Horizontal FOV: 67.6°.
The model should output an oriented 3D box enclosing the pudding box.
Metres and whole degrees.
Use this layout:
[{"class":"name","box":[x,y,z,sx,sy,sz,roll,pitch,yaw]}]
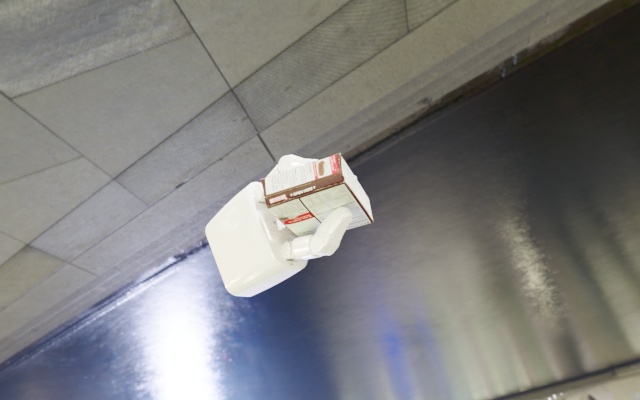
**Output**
[{"class":"pudding box","box":[0.000,0.002,0.522,0.090,0.039,0.113,-18,-28,13]}]
